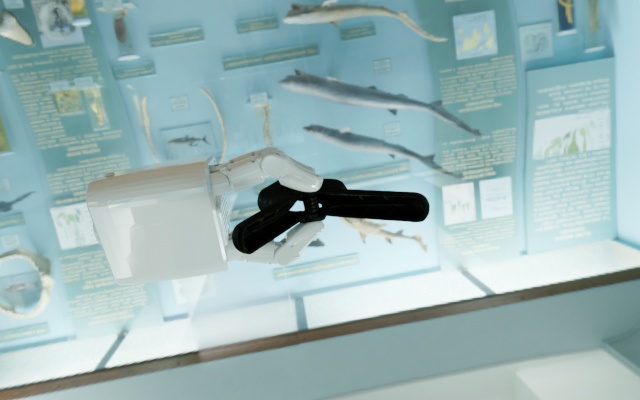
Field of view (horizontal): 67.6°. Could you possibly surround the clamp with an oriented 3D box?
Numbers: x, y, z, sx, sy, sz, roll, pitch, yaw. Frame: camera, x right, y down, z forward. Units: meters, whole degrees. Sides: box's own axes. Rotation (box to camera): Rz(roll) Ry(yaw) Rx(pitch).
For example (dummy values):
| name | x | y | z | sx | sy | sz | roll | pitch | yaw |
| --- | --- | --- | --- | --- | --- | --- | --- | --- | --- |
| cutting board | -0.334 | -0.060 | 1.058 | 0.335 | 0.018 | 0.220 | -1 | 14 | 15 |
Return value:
| name | x | y | z | sx | sy | sz | roll | pitch | yaw |
| --- | --- | --- | --- | --- | --- | --- | --- | --- | --- |
| clamp | 0.000 | 0.002 | 0.468 | 0.164 | 0.036 | 0.210 | -7 | 12 | -7 |
